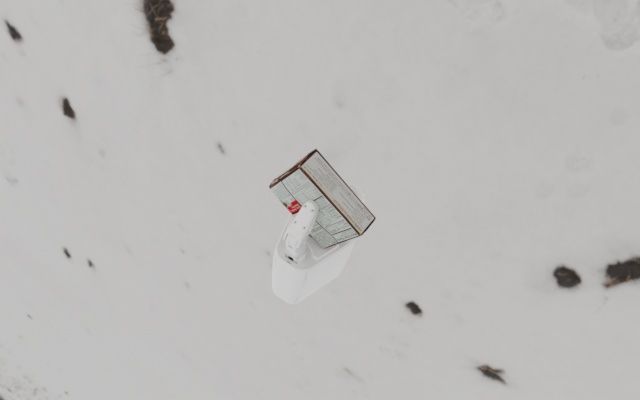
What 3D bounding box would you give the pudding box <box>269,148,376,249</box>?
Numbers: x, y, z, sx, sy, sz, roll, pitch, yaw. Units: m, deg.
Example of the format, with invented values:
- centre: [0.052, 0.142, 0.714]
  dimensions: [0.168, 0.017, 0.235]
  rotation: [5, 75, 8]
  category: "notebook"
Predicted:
- centre: [0.000, 0.002, 0.584]
  dimensions: [0.039, 0.113, 0.090]
  rotation: [-49, 12, -32]
  category: "pudding box"
